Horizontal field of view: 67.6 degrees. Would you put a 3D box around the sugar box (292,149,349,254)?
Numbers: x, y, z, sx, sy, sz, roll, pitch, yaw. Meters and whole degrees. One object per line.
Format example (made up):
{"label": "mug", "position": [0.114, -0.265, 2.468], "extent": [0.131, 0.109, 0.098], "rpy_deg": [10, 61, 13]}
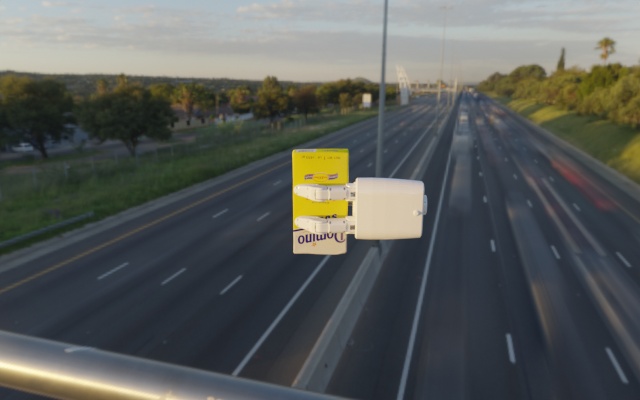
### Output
{"label": "sugar box", "position": [0.000, 0.003, 0.802], "extent": [0.093, 0.176, 0.048], "rpy_deg": [0, 14, 2]}
